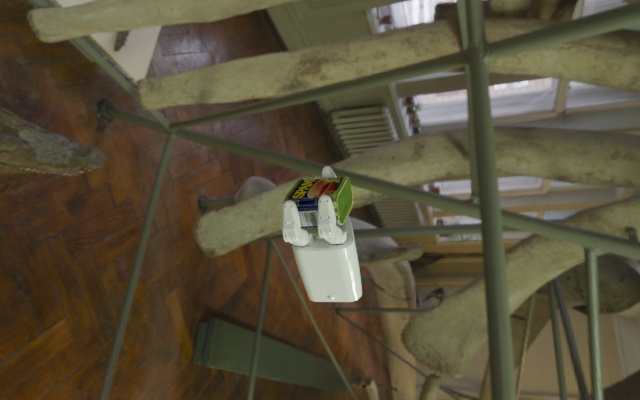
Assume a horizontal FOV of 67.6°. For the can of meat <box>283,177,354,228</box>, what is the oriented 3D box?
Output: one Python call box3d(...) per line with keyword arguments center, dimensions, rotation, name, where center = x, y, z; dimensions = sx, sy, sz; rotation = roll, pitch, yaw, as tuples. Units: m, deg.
box3d(center=(0.000, 0.002, 0.744), dimensions=(0.084, 0.057, 0.102), rotation=(-4, 24, 19), name="can of meat")
